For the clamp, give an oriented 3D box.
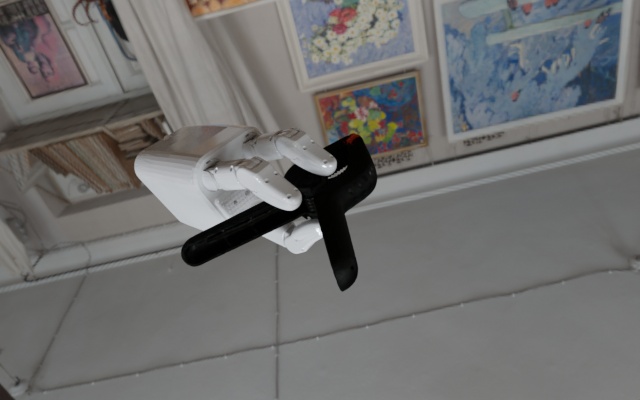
[{"bbox_3d":[0.000,0.002,0.427,0.164,0.036,0.210,9,39,37],"label":"clamp"}]
